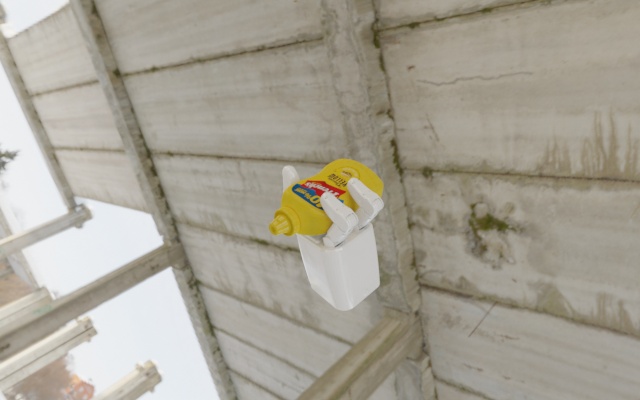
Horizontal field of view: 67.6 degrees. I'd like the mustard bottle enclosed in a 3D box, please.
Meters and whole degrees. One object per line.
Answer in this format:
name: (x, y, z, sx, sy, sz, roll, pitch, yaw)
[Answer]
mustard bottle: (0.000, 0.002, 0.700, 0.096, 0.058, 0.191, 34, 45, 28)
